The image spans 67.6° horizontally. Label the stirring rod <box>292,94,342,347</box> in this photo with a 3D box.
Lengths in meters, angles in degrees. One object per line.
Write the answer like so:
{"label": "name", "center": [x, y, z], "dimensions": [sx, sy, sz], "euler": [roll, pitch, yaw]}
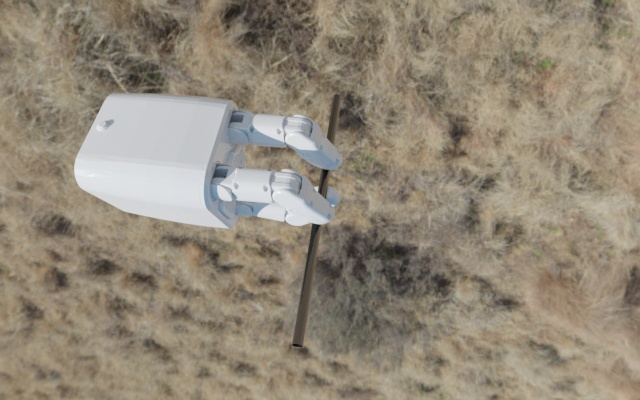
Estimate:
{"label": "stirring rod", "center": [0.000, 0.001, 0.400], "dimensions": [0.011, 0.239, 0.011], "euler": [7, -31, 4]}
